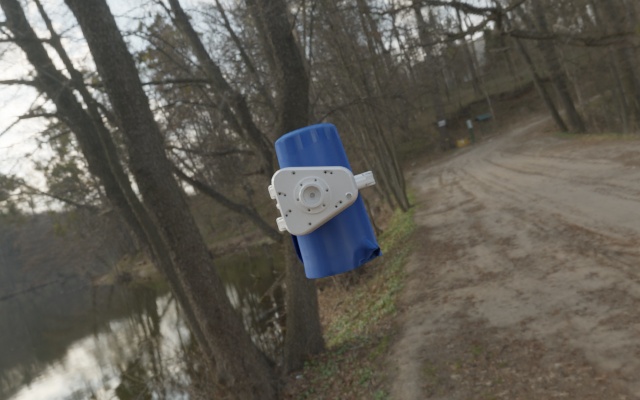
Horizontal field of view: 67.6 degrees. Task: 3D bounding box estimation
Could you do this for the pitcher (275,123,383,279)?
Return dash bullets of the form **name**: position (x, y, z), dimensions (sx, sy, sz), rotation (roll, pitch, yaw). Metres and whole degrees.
- **pitcher**: position (0.000, 0.003, 0.810), dimensions (0.149, 0.243, 0.145), rotation (-17, 0, 5)
